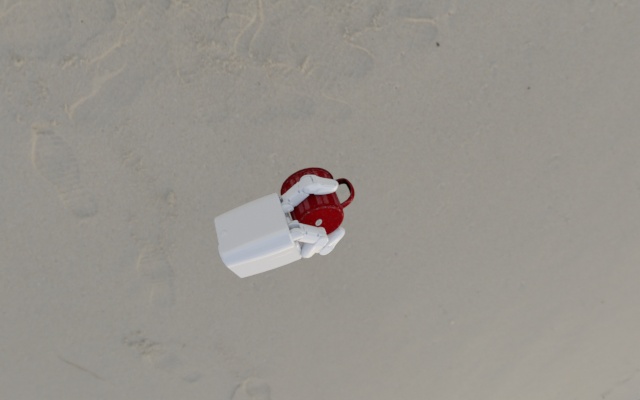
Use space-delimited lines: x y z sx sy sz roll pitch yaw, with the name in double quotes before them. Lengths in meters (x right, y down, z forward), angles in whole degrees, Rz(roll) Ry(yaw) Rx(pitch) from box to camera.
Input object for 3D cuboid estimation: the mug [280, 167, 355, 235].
"mug" 0.002 0.002 0.776 0.117 0.081 0.093 -21 -38 0
